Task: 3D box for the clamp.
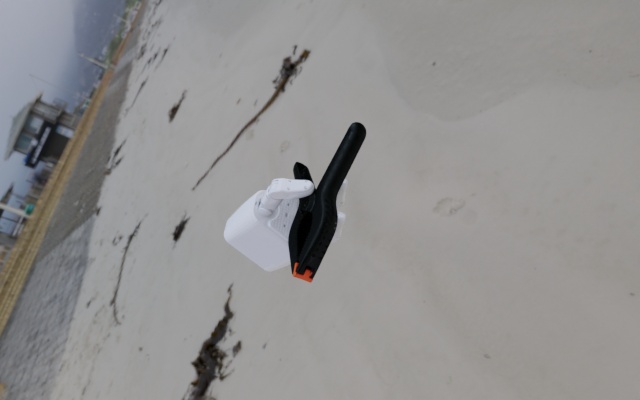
[{"bbox_3d":[-0.001,0.002,0.635,0.036,0.209,0.165,23,-35,-25],"label":"clamp"}]
